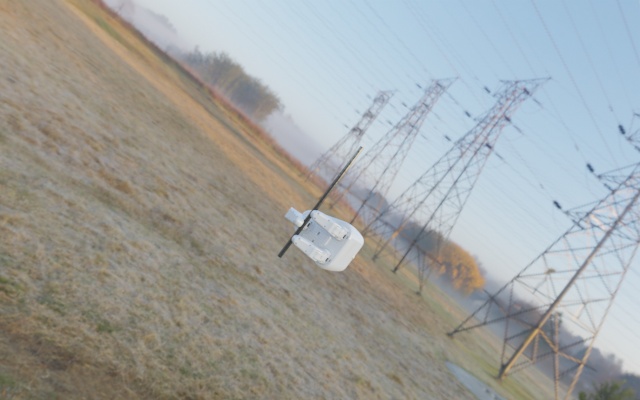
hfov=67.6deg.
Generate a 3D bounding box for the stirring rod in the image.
[{"bbox_3d":[0.000,0.003,0.835,0.011,0.239,0.011,37,1,0],"label":"stirring rod"}]
